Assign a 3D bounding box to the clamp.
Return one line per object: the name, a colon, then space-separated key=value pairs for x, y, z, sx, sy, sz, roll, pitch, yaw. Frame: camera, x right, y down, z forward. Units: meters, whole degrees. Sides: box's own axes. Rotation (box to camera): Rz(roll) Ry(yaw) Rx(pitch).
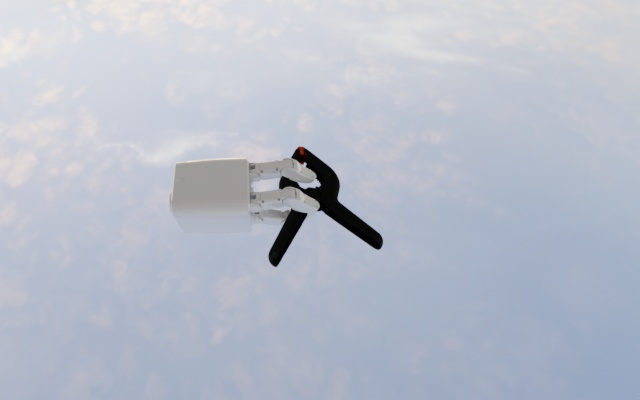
clamp: x=0.000 y=0.002 z=0.723 sx=0.164 sy=0.209 sz=0.036 roll=-2 pitch=-37 yaw=-7
